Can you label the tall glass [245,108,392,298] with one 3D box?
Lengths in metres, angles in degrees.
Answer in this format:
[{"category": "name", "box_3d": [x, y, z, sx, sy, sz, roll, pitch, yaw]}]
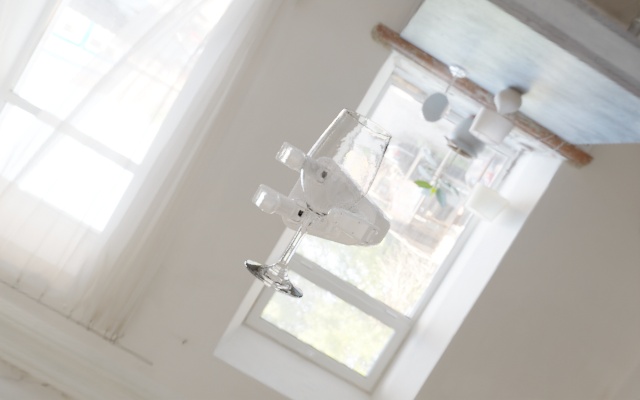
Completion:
[{"category": "tall glass", "box_3d": [0.000, 0.002, 0.521, 0.079, 0.201, 0.079, 31, 4, -2]}]
